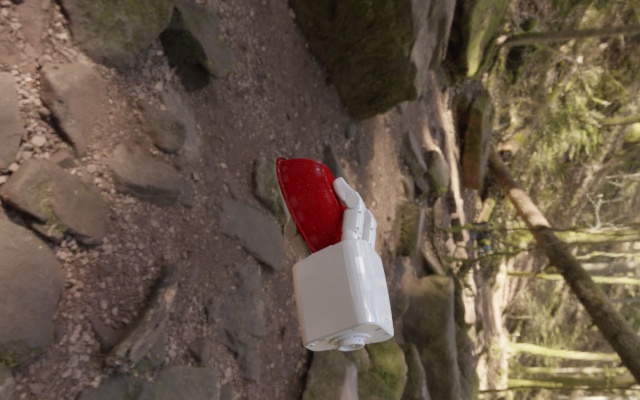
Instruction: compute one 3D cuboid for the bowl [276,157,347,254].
[{"bbox_3d":[0.000,0.001,0.662,0.055,0.162,0.162,-25,-5,10],"label":"bowl"}]
